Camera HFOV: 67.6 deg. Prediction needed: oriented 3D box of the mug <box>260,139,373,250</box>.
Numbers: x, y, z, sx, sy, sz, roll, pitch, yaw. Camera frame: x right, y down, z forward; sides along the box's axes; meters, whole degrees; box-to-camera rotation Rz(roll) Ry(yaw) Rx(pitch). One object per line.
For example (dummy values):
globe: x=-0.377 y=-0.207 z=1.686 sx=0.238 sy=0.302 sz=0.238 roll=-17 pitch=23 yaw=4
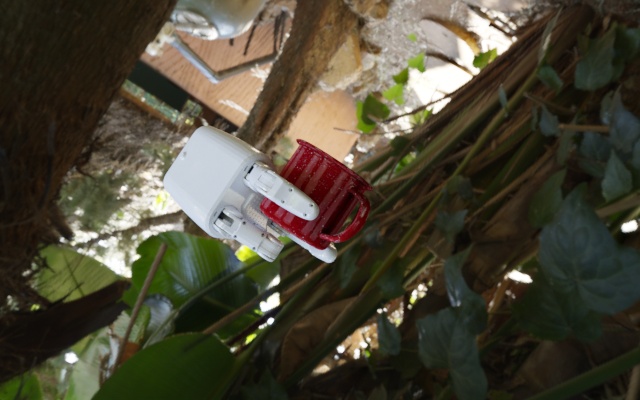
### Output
mug: x=0.001 y=0.002 z=0.476 sx=0.117 sy=0.081 sz=0.093 roll=33 pitch=-1 yaw=41
